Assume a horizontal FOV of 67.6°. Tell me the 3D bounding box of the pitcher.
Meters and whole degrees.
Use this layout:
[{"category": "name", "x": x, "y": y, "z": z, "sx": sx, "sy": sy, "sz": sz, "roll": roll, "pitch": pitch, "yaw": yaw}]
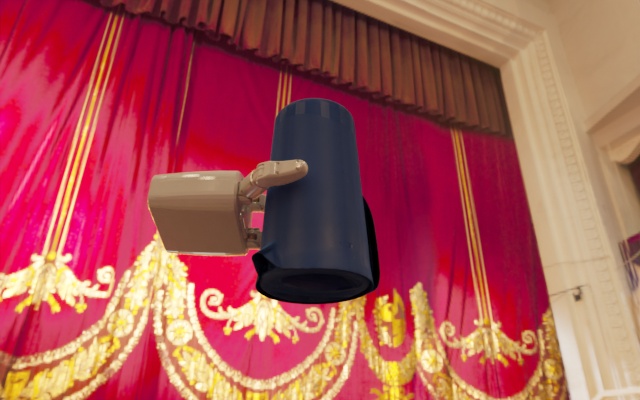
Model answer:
[{"category": "pitcher", "x": 0.000, "y": 0.002, "z": 0.596, "sx": 0.145, "sy": 0.242, "sz": 0.149, "roll": -2, "pitch": -28, "yaw": 3}]
